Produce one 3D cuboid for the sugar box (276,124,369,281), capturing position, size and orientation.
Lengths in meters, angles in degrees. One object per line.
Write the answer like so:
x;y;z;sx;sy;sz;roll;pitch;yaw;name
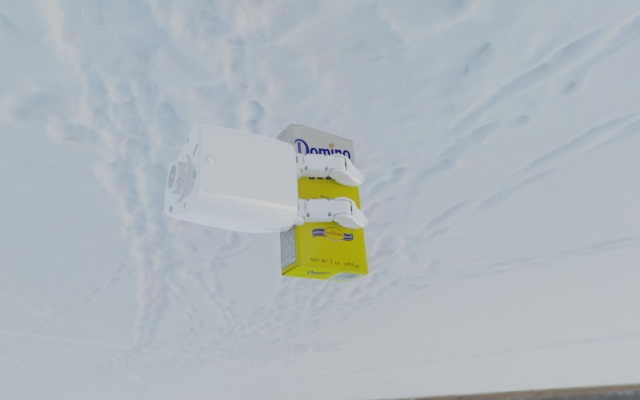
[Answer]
0.000;0.002;0.553;0.093;0.176;0.048;11;-27;-32;sugar box
